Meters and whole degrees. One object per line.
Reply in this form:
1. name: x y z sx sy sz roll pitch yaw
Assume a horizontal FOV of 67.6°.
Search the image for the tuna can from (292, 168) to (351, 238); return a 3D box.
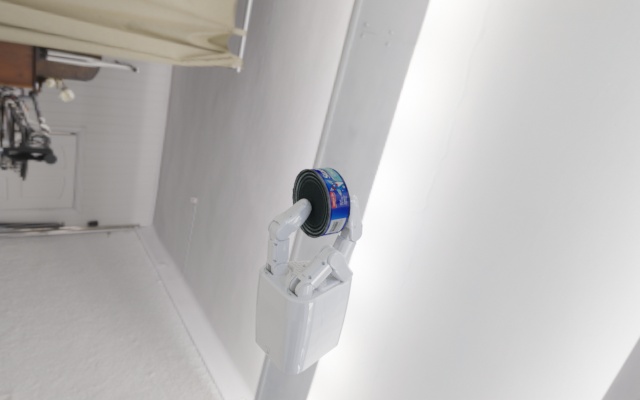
1. tuna can: 0.001 0.002 0.594 0.034 0.086 0.086 -8 4 -32
